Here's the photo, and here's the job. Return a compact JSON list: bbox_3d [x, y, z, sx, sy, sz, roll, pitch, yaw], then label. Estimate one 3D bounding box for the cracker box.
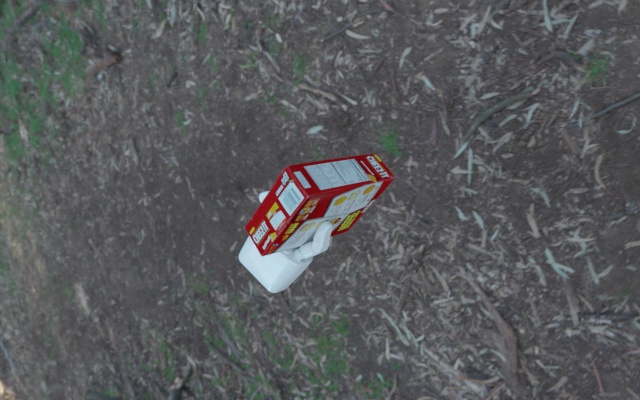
[{"bbox_3d":[0.000,0.003,0.810,0.213,0.072,0.164,-13,-29,-44],"label":"cracker box"}]
